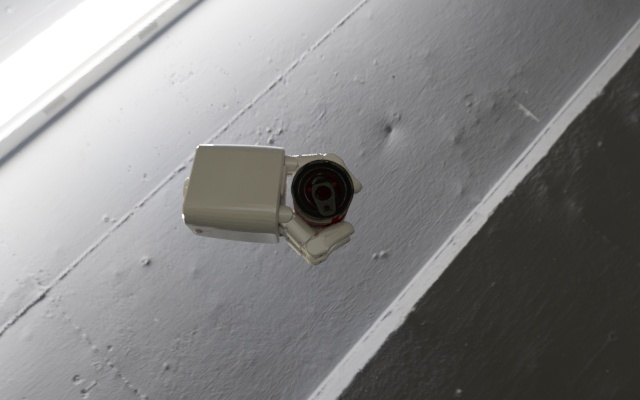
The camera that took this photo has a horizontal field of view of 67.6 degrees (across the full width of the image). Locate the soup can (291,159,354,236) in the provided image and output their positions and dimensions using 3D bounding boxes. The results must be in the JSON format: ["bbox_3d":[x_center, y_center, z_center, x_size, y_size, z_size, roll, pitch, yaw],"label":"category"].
[{"bbox_3d":[0.001,0.002,0.559,0.068,0.068,0.102,0,-16,-3],"label":"soup can"}]
